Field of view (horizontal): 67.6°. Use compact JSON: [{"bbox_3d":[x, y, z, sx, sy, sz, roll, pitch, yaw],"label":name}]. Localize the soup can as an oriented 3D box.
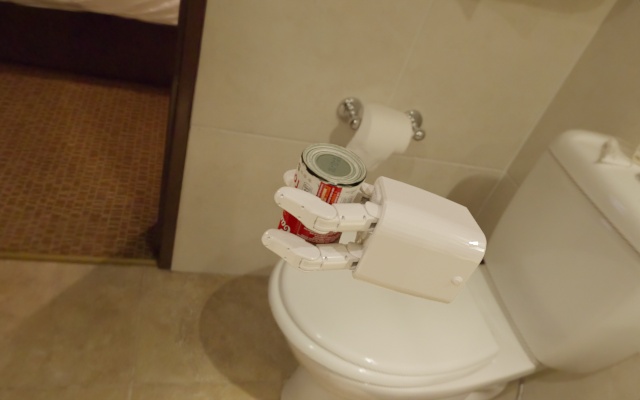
[{"bbox_3d":[0.000,0.001,0.486,0.068,0.102,0.068,13,38,-10],"label":"soup can"}]
